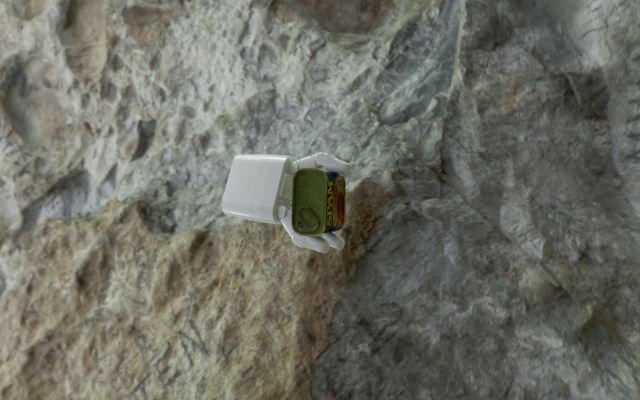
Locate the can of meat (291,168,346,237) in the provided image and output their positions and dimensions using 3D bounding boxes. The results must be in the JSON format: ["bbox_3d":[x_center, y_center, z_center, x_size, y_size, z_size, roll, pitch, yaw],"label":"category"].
[{"bbox_3d":[0.000,0.002,0.744,0.057,0.102,0.084,2,1,25],"label":"can of meat"}]
